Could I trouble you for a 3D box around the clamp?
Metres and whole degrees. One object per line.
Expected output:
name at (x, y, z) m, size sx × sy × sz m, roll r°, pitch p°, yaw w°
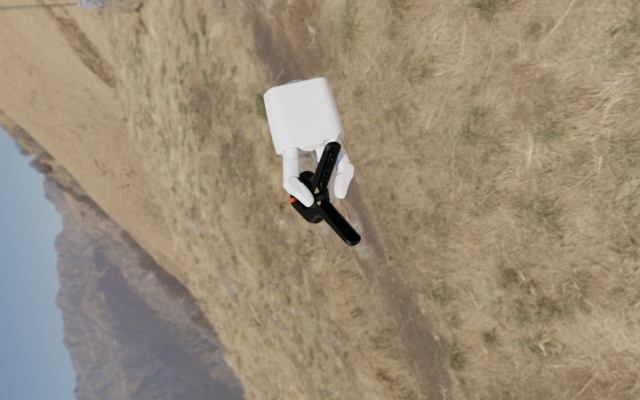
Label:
clamp at (-0.001, 0.003, 0.814) m, size 0.036 × 0.164 × 0.210 m, roll -13°, pitch -3°, yaw -26°
